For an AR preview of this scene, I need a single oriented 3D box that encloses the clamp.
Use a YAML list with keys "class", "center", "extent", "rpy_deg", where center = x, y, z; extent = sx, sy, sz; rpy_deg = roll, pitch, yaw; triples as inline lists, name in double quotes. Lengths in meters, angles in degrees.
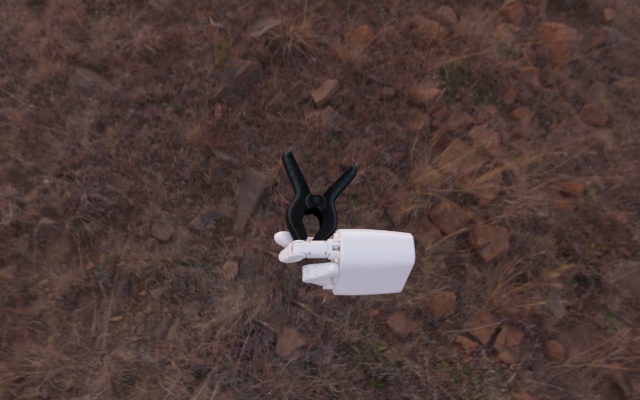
- class: "clamp"
  center: [0.000, 0.002, 0.727]
  extent: [0.120, 0.171, 0.039]
  rpy_deg: [2, -22, -6]
